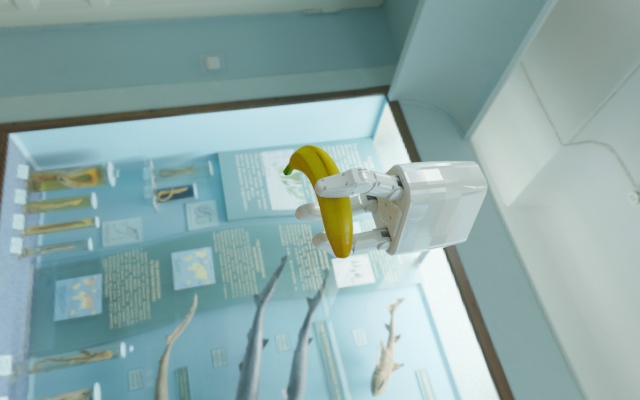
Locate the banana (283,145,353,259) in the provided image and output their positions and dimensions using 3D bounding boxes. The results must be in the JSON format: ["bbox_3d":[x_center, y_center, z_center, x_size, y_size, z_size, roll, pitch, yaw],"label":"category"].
[{"bbox_3d":[0.002,-0.016,0.562,0.037,0.070,0.197,-3,33,-21],"label":"banana"}]
